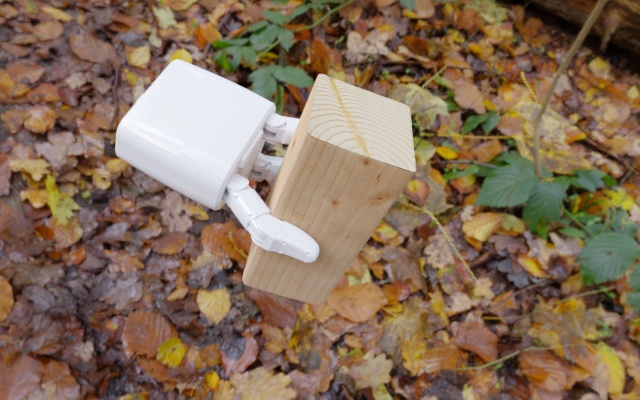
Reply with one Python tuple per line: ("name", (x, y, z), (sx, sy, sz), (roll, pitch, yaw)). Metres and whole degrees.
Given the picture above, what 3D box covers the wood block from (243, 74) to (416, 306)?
("wood block", (0.000, 0.001, 0.454), (0.090, 0.090, 0.206), (18, -46, -11))
